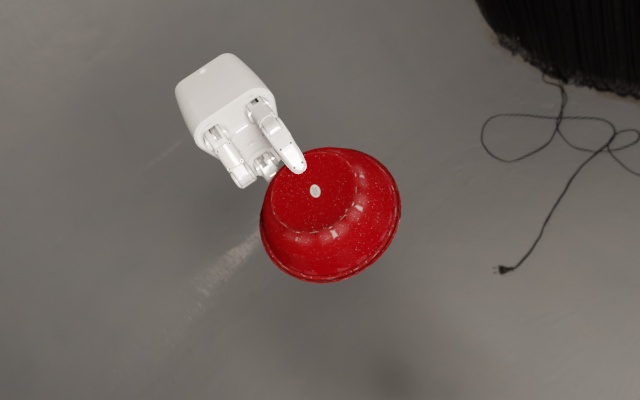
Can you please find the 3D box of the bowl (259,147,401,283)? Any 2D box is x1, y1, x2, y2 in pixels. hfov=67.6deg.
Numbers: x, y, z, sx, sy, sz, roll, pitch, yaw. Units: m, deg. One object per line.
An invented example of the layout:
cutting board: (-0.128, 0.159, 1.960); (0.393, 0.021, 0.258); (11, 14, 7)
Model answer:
bowl: (0.001, 0.002, 0.501); (0.162, 0.162, 0.055); (0, -25, 19)
